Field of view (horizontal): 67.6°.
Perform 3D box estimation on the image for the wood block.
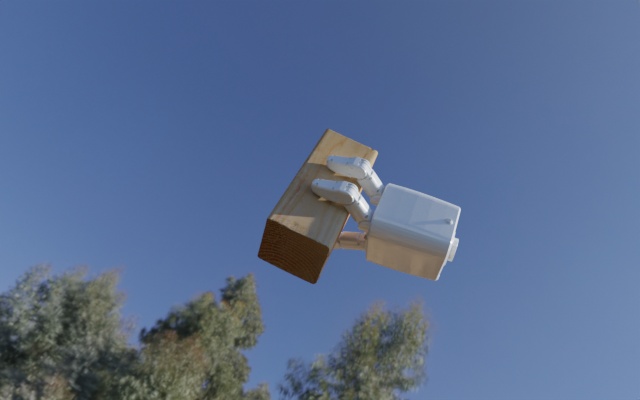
[{"bbox_3d":[0.000,0.003,0.682,0.090,0.091,0.206,25,47,5],"label":"wood block"}]
